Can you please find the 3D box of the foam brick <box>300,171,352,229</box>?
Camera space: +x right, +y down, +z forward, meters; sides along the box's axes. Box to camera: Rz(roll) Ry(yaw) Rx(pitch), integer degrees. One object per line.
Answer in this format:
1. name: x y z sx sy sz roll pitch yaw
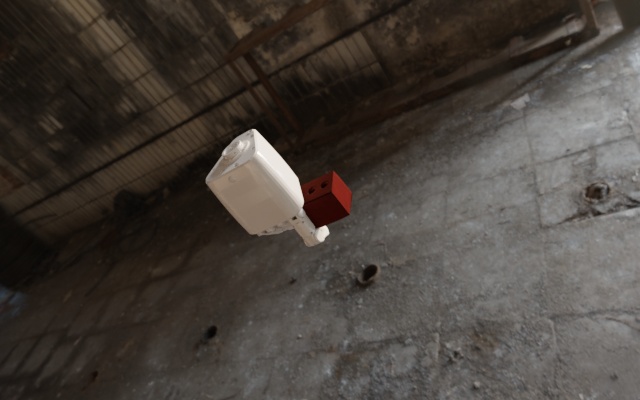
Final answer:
1. foam brick: 0.000 0.002 0.706 0.078 0.051 0.053 -24 32 23
